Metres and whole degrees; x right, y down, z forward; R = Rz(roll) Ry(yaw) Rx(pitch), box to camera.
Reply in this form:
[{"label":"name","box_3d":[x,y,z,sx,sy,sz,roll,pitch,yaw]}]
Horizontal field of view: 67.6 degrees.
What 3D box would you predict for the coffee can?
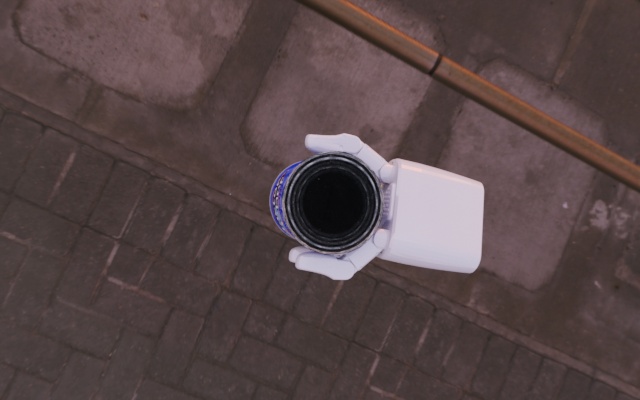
[{"label":"coffee can","box_3d":[0.000,0.002,0.532,0.103,0.103,0.140,0,1,-11]}]
